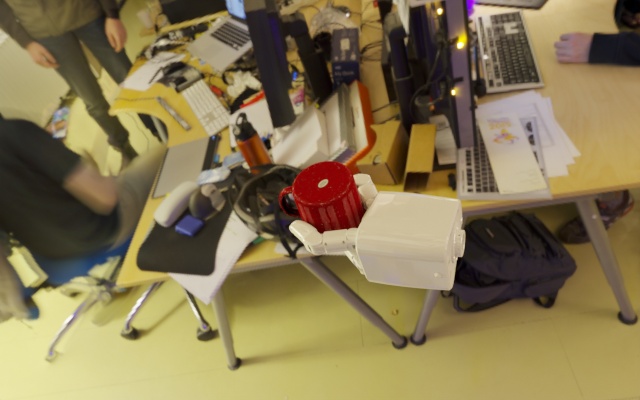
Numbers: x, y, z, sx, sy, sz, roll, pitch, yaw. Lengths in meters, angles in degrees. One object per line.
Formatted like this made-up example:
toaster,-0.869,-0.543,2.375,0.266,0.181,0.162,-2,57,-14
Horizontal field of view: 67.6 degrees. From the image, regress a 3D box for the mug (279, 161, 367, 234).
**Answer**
mug,-0.001,0.002,0.634,0.117,0.093,0.082,3,-41,22
